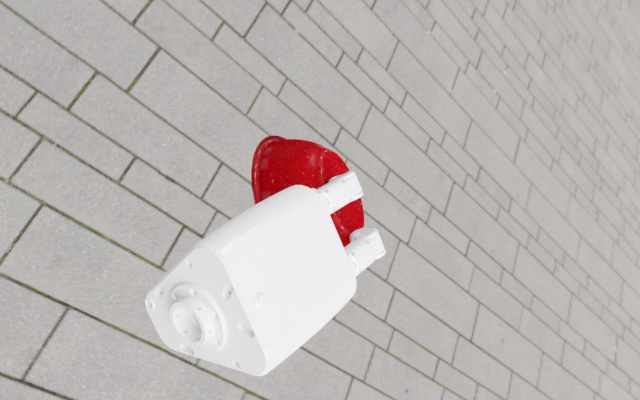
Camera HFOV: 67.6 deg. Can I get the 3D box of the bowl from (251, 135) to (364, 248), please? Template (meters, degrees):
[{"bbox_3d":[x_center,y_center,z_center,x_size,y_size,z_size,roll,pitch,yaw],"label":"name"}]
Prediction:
[{"bbox_3d":[0.001,0.001,0.481,0.055,0.162,0.162,-20,-8,23],"label":"bowl"}]
